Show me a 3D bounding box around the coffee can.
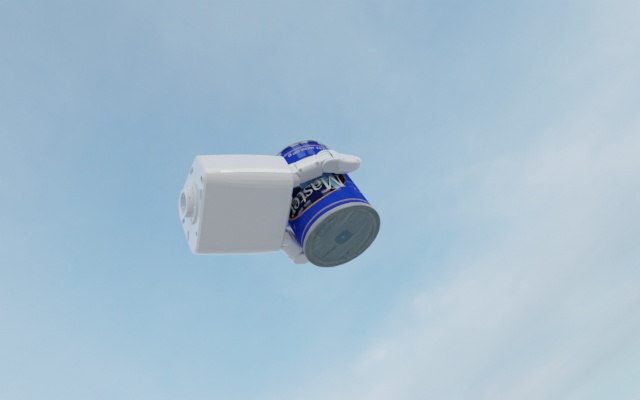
[{"bbox_3d":[0.000,0.002,0.625,0.103,0.103,0.140,0,39,-32],"label":"coffee can"}]
